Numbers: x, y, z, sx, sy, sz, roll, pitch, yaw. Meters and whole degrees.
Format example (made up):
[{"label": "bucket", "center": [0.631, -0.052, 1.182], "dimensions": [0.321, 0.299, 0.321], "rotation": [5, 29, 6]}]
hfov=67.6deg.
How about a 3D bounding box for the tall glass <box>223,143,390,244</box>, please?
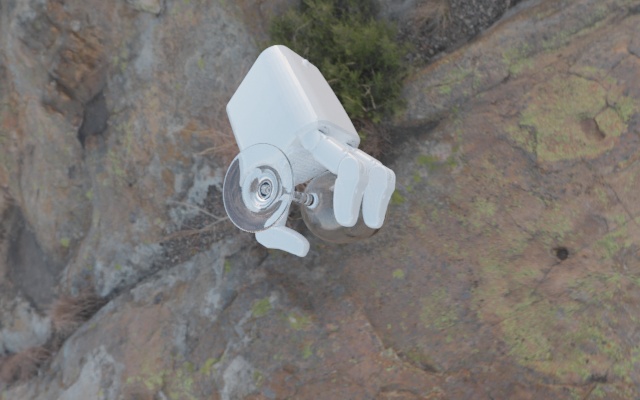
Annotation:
[{"label": "tall glass", "center": [0.000, 0.002, 0.473], "dimensions": [0.079, 0.079, 0.201], "rotation": [0, -8, 32]}]
